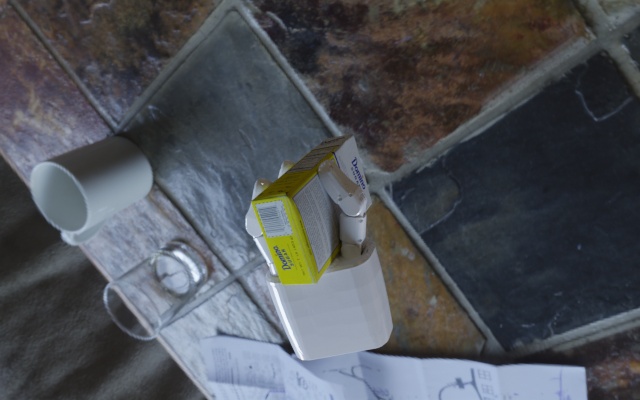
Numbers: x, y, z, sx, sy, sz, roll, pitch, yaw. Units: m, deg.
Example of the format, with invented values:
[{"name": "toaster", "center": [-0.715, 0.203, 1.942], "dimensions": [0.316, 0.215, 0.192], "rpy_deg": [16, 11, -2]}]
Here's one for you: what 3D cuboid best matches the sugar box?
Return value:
[{"name": "sugar box", "center": [0.000, 0.002, 0.503], "dimensions": [0.048, 0.093, 0.176], "rpy_deg": [-8, 21, 25]}]
